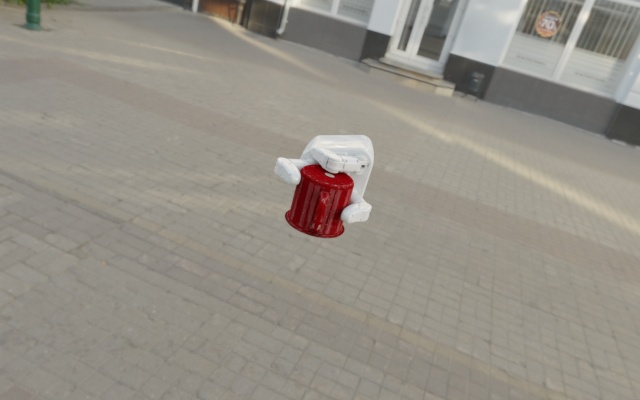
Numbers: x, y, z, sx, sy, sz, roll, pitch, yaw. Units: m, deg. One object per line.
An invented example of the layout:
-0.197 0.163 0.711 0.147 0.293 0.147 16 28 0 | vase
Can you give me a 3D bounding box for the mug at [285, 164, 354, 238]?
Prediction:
0.000 0.003 0.693 0.093 0.081 0.117 16 22 0 | mug
